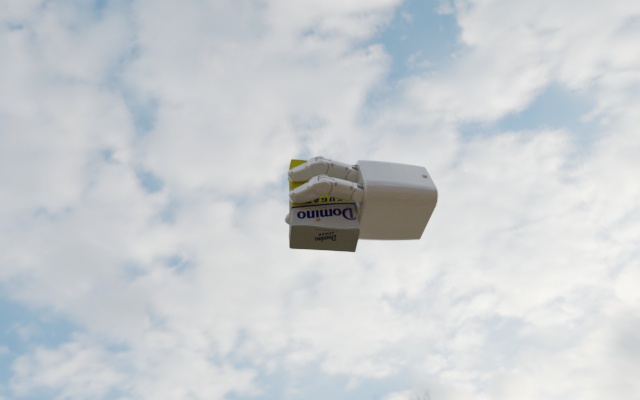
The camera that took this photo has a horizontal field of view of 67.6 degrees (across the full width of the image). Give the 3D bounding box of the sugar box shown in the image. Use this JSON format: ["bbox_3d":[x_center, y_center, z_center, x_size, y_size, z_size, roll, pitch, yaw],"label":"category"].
[{"bbox_3d":[0.000,0.002,0.697,0.093,0.048,0.176,4,32,-7],"label":"sugar box"}]
